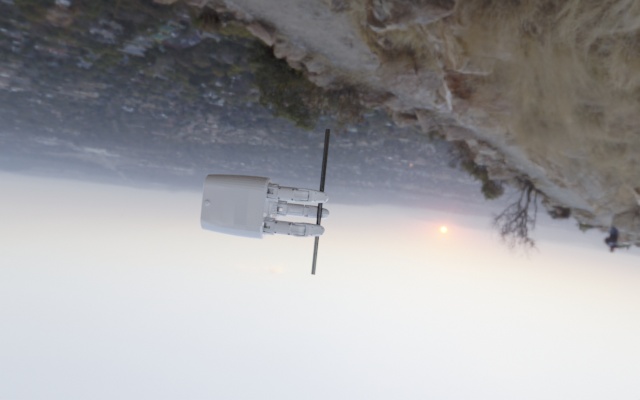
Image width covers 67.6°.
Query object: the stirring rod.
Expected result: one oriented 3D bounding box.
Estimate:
[{"bbox_3d":[0.000,0.002,0.786,0.011,0.239,0.011,6,1,0],"label":"stirring rod"}]
